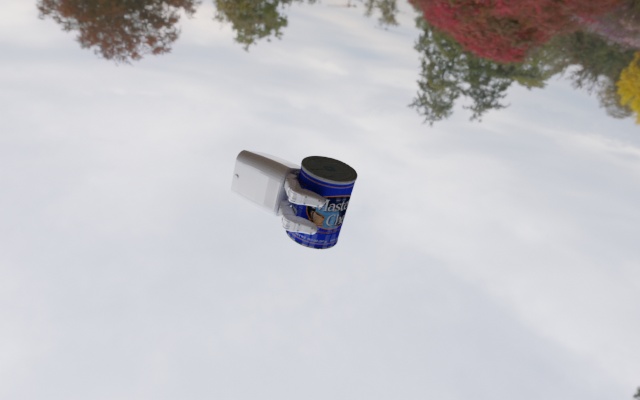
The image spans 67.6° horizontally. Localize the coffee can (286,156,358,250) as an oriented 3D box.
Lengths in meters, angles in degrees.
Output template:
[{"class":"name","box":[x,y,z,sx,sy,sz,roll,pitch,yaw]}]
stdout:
[{"class":"coffee can","box":[0.000,0.003,0.870,0.103,0.140,0.102,12,26,-6]}]
